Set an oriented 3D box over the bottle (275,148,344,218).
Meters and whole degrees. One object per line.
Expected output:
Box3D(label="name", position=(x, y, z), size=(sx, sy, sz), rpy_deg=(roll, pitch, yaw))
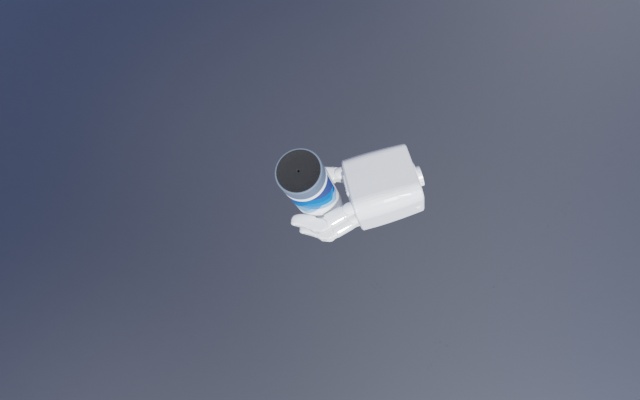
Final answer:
Box3D(label="bottle", position=(0.000, 0.002, 0.777), size=(0.069, 0.069, 0.296), rpy_deg=(0, -17, 12))
